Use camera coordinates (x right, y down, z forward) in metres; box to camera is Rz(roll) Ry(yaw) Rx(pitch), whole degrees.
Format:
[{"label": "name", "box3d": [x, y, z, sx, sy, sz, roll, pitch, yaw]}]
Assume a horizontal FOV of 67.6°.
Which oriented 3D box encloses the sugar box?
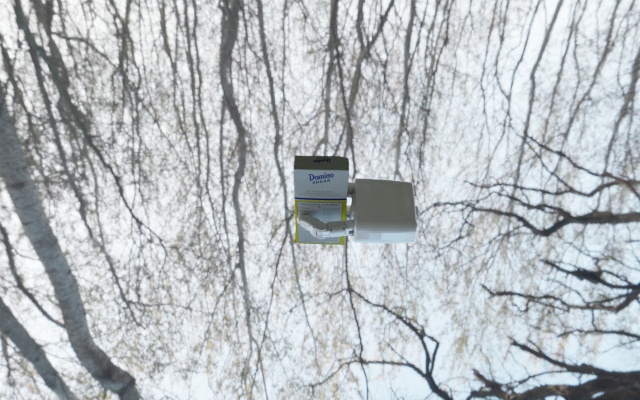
[{"label": "sugar box", "box3d": [0.000, 0.002, 0.837, 0.093, 0.176, 0.048, 2, 39, 0]}]
